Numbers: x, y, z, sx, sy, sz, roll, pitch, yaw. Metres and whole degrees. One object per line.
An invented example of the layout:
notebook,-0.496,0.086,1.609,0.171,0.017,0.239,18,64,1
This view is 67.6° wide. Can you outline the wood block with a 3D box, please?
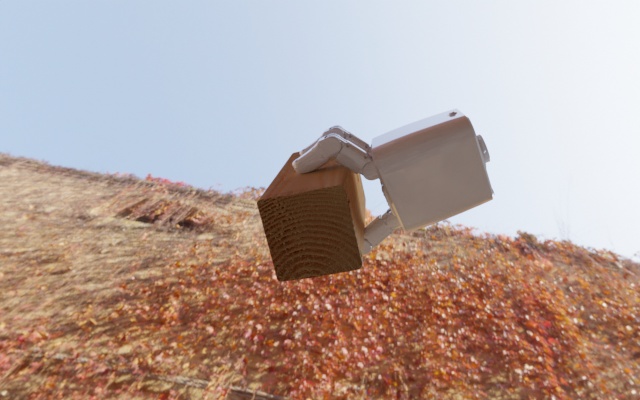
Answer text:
wood block,0.001,0.002,0.558,0.090,0.091,0.206,-11,17,10
